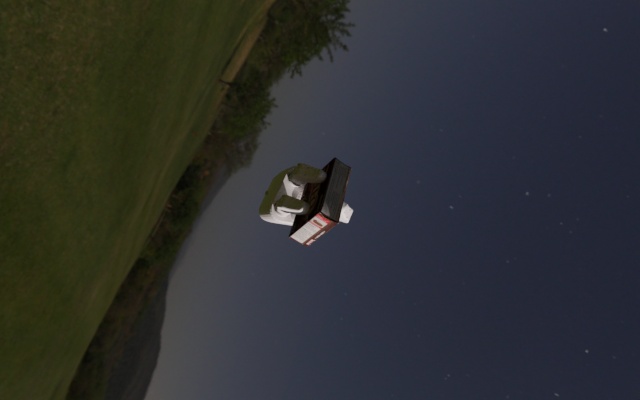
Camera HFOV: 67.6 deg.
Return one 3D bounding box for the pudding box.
[{"bbox_3d":[0.000,0.002,0.725,0.039,0.113,0.090,28,-40,-18],"label":"pudding box"}]
